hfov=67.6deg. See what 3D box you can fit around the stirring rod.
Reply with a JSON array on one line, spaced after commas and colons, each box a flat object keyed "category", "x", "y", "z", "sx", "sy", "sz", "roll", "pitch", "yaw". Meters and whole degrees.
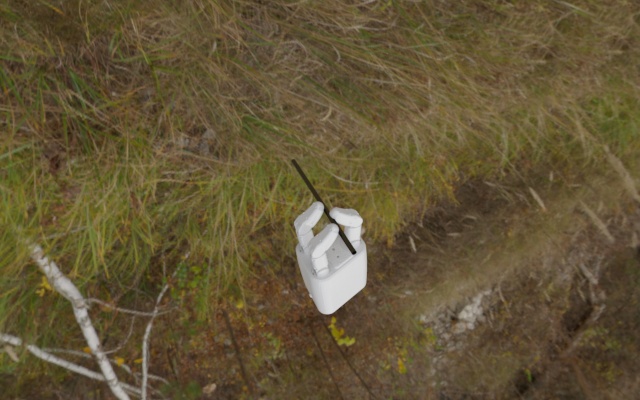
[{"category": "stirring rod", "x": 0.000, "y": 0.002, "z": 0.769, "sx": 0.011, "sy": 0.011, "sz": 0.239, "roll": 0, "pitch": 38, "yaw": -31}]
